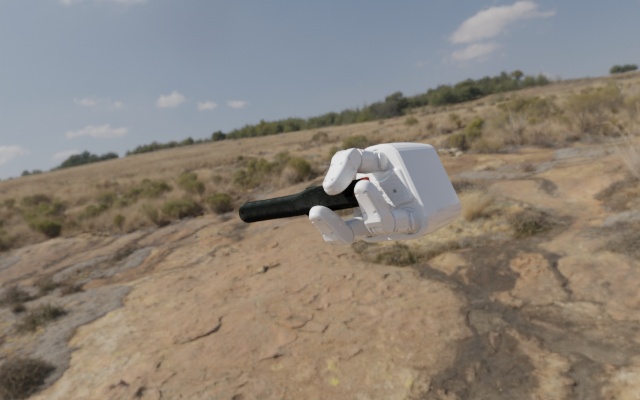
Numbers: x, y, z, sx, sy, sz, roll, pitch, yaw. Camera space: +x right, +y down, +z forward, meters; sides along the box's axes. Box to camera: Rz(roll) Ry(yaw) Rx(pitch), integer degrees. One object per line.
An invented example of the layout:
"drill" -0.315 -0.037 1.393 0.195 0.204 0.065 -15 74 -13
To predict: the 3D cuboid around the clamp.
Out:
"clamp" 0.000 0.001 0.561 0.171 0.039 0.120 -9 2 40
